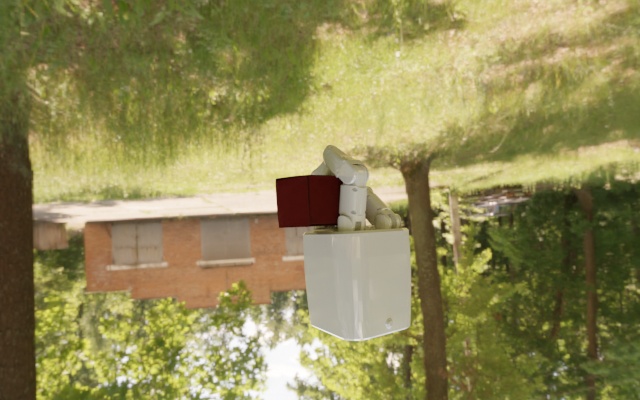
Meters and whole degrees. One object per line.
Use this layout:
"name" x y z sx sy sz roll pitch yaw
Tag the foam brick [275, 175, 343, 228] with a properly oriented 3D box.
"foam brick" 0.000 0.002 0.494 0.078 0.051 0.053 0 -3 -41
